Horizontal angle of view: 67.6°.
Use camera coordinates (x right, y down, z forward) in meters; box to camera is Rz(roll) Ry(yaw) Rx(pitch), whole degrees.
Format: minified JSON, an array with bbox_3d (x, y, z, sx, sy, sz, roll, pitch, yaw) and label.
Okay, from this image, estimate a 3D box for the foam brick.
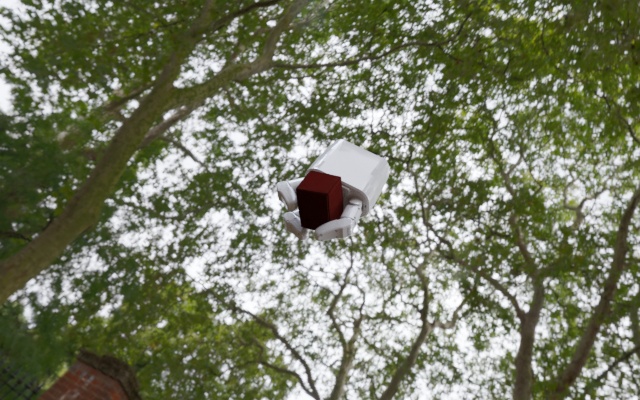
[{"bbox_3d":[0.000,0.002,0.721,0.053,0.078,0.051,13,42,22],"label":"foam brick"}]
